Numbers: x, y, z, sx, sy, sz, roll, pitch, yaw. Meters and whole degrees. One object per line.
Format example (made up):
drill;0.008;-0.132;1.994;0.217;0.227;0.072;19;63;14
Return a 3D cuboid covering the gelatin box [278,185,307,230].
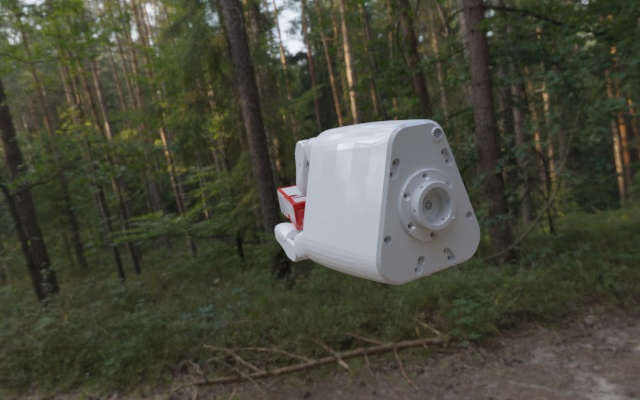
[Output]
gelatin box;0.000;0.001;0.495;0.073;0.030;0.089;-12;14;-13
